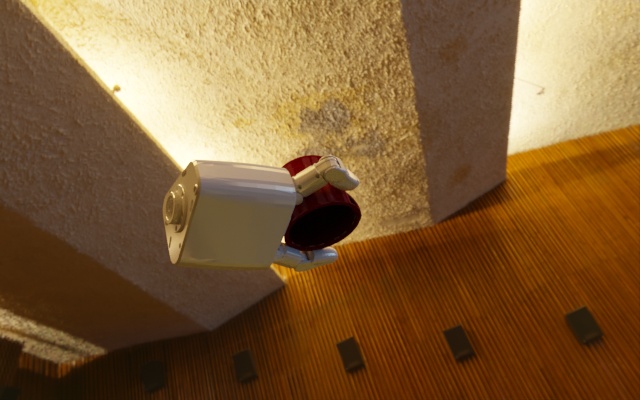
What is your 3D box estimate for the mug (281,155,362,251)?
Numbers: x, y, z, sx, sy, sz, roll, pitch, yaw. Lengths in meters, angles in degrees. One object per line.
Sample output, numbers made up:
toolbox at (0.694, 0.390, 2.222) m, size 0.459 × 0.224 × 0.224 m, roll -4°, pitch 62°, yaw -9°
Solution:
mug at (0.001, 0.002, 0.573) m, size 0.117 × 0.081 × 0.093 m, roll 6°, pitch -43°, yaw -35°
